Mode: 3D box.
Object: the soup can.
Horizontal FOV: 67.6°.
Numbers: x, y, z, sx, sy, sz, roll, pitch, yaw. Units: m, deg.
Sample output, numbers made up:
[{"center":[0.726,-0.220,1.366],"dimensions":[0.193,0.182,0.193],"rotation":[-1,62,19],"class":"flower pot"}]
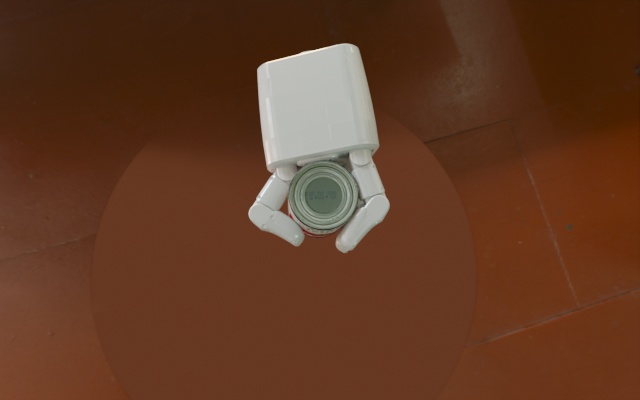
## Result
[{"center":[0.000,0.002,0.490],"dimensions":[0.068,0.068,0.102],"rotation":[0,-8,-4],"class":"soup can"}]
